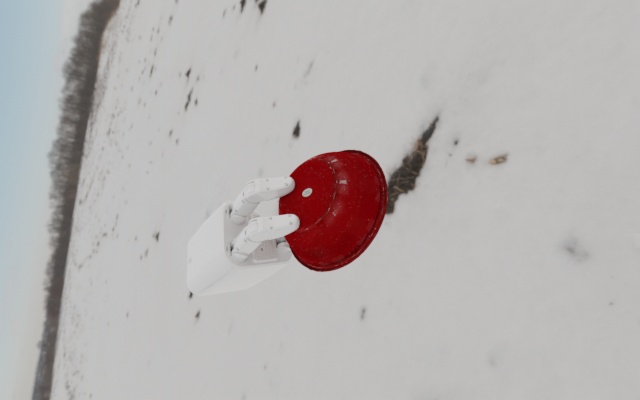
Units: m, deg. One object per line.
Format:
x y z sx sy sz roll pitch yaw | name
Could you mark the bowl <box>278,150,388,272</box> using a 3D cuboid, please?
0.001 0.001 0.580 0.162 0.162 0.055 0 -20 43 | bowl
